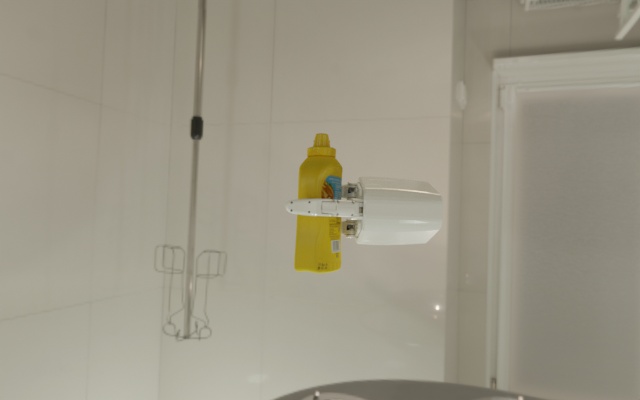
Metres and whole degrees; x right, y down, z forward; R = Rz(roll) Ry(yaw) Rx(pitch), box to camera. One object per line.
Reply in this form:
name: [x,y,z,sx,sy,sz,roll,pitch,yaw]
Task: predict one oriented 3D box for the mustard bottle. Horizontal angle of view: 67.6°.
mustard bottle: [0.000,0.002,0.669,0.058,0.191,0.096,1,-2,23]
